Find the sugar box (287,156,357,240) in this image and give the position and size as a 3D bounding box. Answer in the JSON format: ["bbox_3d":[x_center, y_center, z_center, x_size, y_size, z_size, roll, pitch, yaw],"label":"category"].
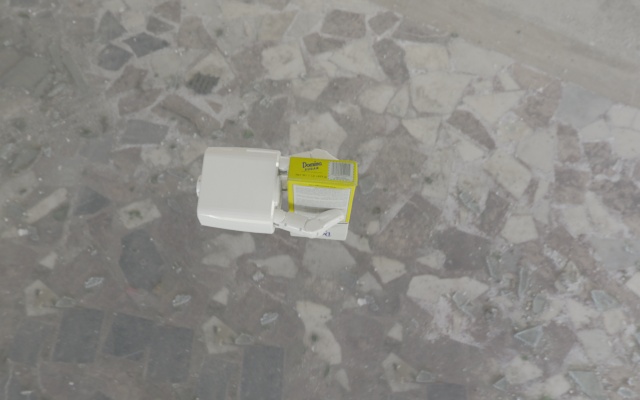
[{"bbox_3d":[0.000,0.002,0.707,0.093,0.048,0.176,5,-26,0],"label":"sugar box"}]
